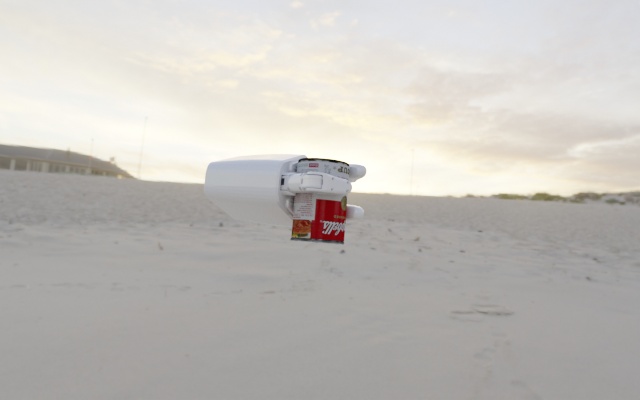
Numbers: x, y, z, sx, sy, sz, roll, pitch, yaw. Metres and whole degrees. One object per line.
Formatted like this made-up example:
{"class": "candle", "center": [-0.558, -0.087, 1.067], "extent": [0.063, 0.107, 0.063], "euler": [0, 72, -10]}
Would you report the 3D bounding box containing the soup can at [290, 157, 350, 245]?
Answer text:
{"class": "soup can", "center": [0.001, 0.002, 0.601], "extent": [0.068, 0.102, 0.068], "euler": [5, -5, 0]}
